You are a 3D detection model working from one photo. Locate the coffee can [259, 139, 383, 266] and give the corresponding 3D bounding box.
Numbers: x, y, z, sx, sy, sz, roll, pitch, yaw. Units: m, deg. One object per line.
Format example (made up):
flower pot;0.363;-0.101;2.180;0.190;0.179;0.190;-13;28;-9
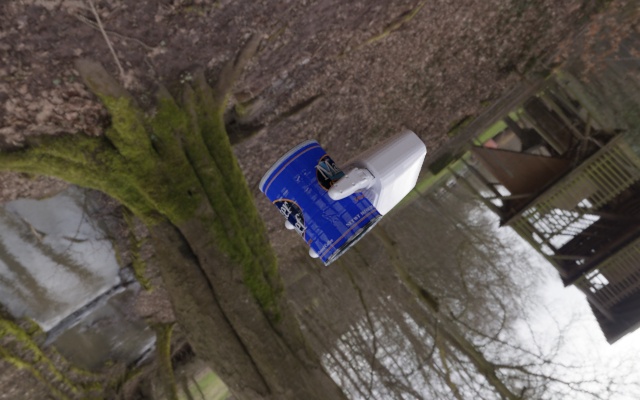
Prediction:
coffee can;0.000;0.002;0.647;0.103;0.140;0.103;-40;-10;-8
